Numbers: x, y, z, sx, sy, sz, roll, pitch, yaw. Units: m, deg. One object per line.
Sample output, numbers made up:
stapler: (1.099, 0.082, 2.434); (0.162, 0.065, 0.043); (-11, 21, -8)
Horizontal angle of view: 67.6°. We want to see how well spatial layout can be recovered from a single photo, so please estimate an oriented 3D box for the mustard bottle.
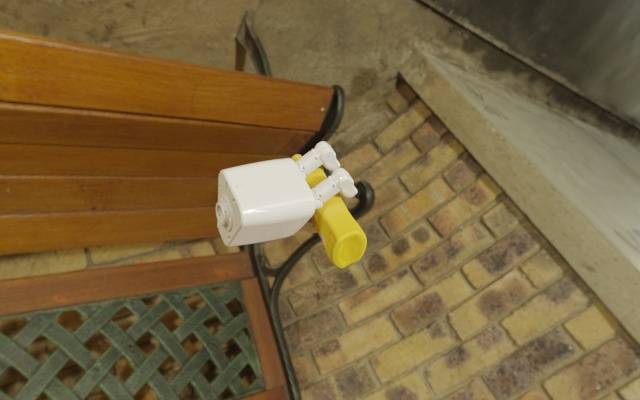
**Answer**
mustard bottle: (0.001, 0.002, 0.717); (0.058, 0.191, 0.096); (-25, -32, -9)
